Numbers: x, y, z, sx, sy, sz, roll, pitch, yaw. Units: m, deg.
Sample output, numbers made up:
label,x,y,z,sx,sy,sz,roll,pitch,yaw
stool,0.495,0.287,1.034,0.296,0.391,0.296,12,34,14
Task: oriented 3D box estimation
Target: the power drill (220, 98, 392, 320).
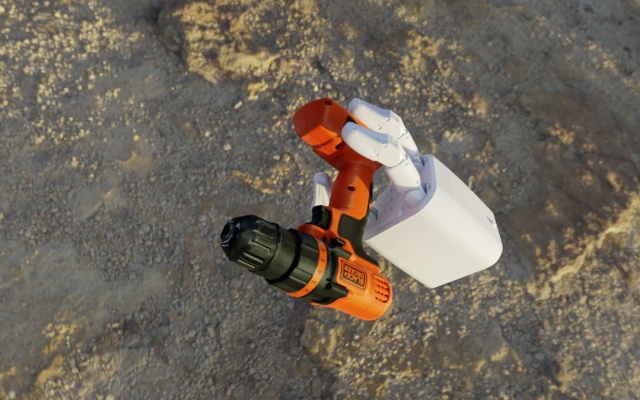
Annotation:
label,x,y,z,sx,sy,sz,roll,pitch,yaw
power drill,0.000,0.001,0.442,0.057,0.187,0.184,-17,-37,40
